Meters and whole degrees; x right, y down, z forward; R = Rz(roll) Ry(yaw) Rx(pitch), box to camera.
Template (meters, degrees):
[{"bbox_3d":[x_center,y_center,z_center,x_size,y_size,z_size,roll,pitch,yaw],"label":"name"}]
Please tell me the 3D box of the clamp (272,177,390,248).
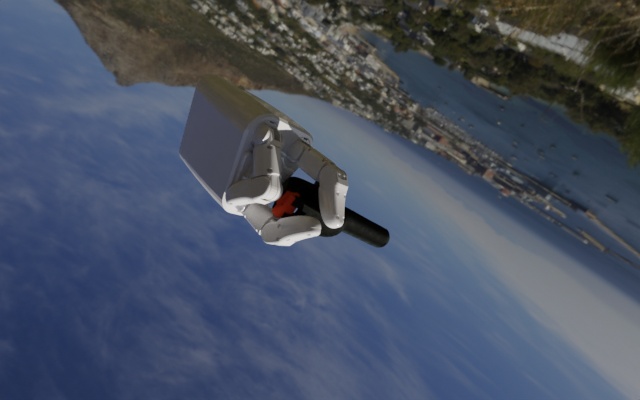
[{"bbox_3d":[0.000,0.002,0.530,0.120,0.039,0.171,42,13,34],"label":"clamp"}]
